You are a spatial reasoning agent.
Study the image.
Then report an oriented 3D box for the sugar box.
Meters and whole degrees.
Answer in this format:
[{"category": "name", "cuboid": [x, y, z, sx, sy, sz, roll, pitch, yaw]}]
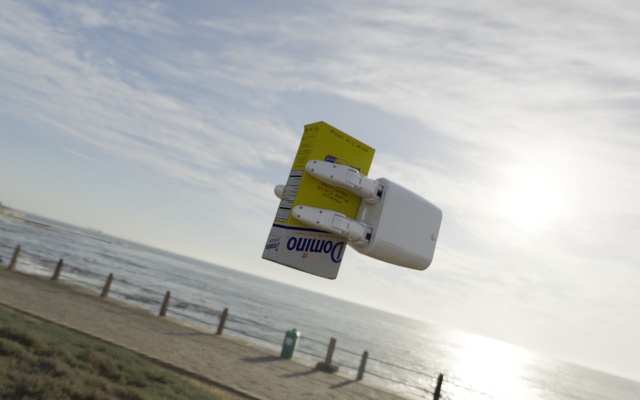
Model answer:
[{"category": "sugar box", "cuboid": [0.001, 0.002, 0.588, 0.093, 0.176, 0.048, 22, -12, -32]}]
